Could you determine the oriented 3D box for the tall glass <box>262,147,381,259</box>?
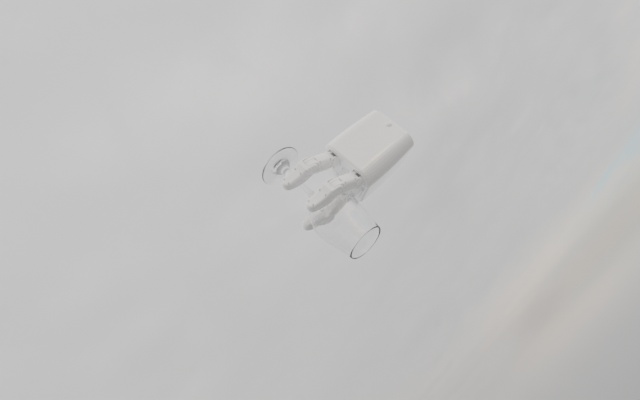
[{"bbox_3d":[0.000,0.002,0.737,0.201,0.079,0.079,42,22,26],"label":"tall glass"}]
